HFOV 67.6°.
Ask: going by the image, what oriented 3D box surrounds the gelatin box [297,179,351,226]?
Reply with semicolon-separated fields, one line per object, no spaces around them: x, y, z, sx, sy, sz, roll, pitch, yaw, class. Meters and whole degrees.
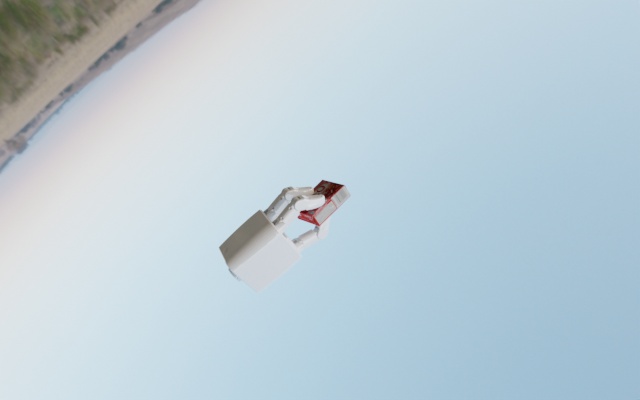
0.001;0.003;0.881;0.089;0.030;0.073;-44;30;-19;gelatin box
